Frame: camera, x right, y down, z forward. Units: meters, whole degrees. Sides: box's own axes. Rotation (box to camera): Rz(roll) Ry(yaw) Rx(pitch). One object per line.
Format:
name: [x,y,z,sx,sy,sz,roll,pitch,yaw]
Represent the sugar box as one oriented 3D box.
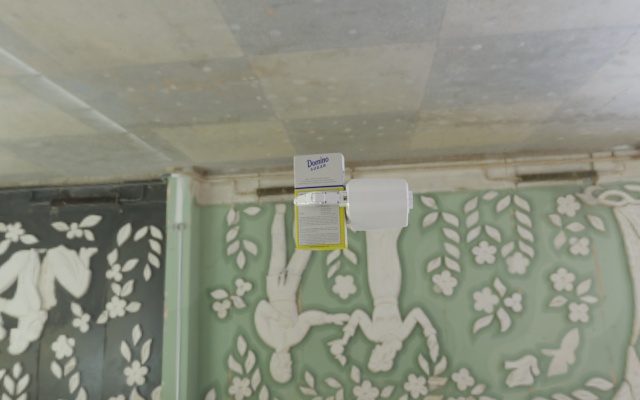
sugar box: [0.000,0.003,0.888,0.093,0.176,0.048,-2,-11,9]
